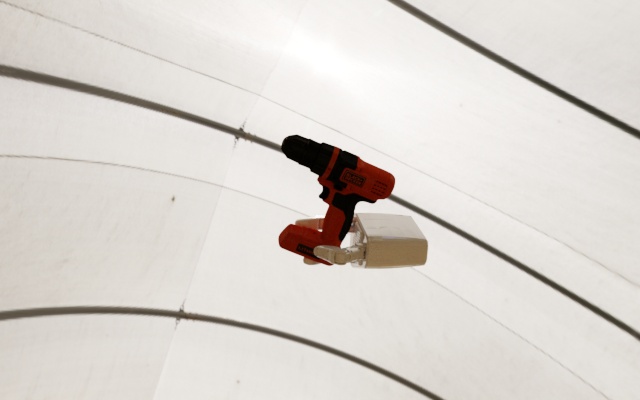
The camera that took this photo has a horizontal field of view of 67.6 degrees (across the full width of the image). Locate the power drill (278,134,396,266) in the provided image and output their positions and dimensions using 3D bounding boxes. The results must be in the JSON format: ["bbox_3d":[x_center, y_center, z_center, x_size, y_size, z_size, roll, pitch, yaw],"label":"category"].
[{"bbox_3d":[0.000,0.003,0.754,0.184,0.188,0.057,23,27,-7],"label":"power drill"}]
